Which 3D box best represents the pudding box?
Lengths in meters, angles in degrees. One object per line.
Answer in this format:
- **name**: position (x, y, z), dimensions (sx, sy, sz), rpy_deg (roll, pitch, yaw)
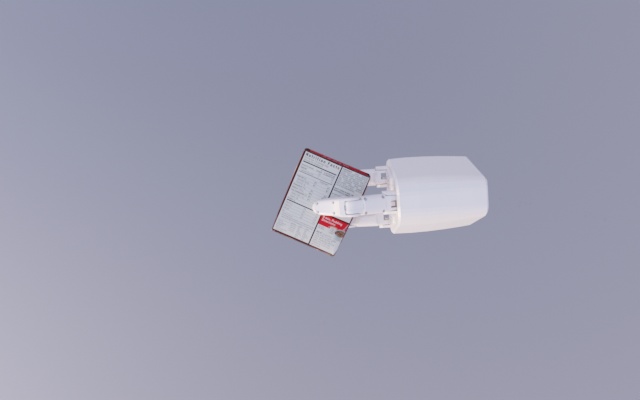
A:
- **pudding box**: position (0.000, 0.002, 0.597), dimensions (0.090, 0.113, 0.039), rpy_deg (24, 5, 0)
